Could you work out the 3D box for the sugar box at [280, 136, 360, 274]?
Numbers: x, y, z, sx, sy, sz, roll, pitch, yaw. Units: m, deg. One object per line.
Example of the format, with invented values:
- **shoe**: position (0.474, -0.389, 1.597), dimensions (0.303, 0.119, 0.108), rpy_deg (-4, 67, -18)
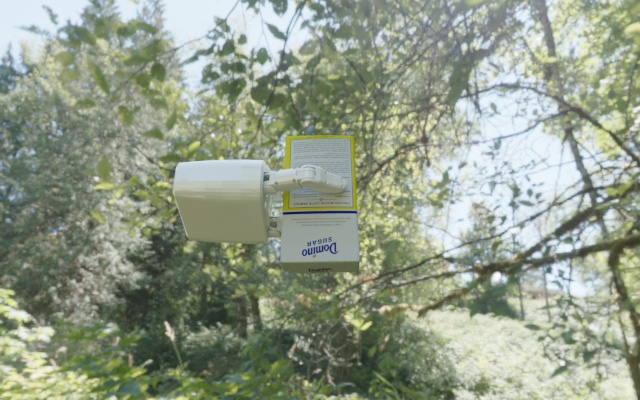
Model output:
- **sugar box**: position (0.000, 0.002, 0.597), dimensions (0.093, 0.176, 0.048), rpy_deg (0, -25, 2)
